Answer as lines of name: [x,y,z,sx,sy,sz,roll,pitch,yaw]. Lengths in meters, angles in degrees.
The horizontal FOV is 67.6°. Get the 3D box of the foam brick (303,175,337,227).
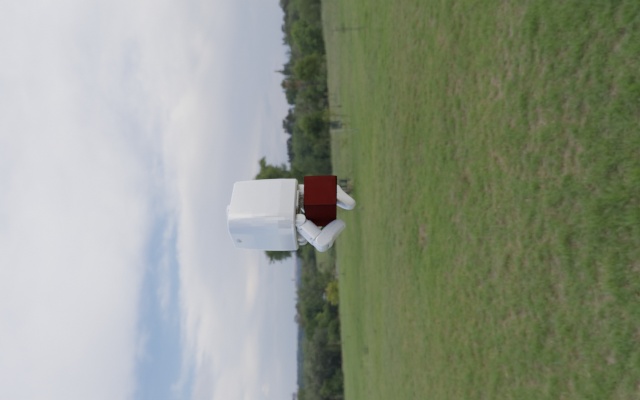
foam brick: [0.000,0.002,0.748,0.051,0.053,0.078,1,-29,1]
